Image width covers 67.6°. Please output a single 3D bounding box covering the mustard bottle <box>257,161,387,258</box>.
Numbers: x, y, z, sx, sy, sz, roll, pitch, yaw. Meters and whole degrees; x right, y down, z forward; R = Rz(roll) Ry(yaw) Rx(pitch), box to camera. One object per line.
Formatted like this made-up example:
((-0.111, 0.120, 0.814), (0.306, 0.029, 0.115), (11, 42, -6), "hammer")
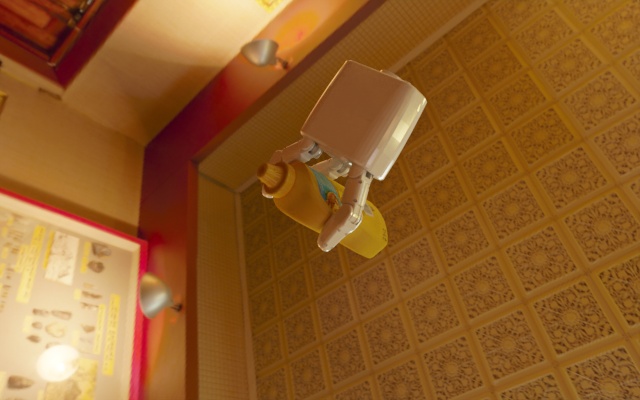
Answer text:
((0.000, 0.002, 0.581), (0.058, 0.096, 0.192), (-43, -46, 19), "mustard bottle")
